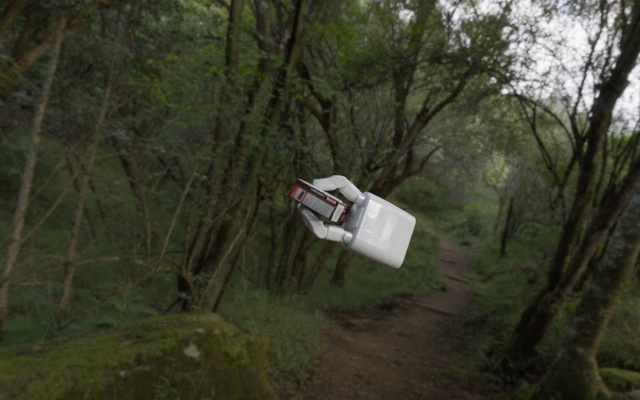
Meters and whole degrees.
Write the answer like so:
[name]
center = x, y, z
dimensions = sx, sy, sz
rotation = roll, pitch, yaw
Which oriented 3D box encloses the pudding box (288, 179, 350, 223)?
[pudding box]
center = 0.000, 0.003, 0.859
dimensions = 0.090, 0.039, 0.113
rotation = 29, 0, 13
